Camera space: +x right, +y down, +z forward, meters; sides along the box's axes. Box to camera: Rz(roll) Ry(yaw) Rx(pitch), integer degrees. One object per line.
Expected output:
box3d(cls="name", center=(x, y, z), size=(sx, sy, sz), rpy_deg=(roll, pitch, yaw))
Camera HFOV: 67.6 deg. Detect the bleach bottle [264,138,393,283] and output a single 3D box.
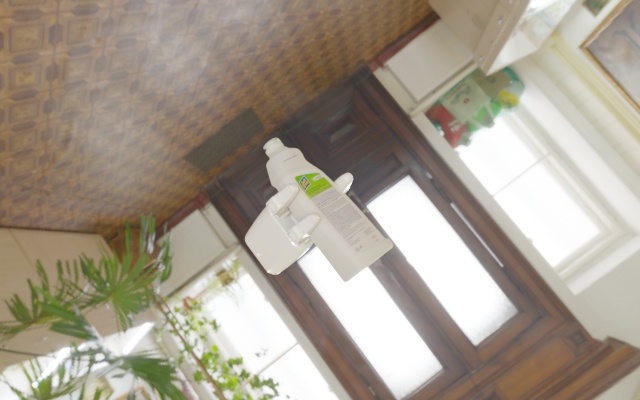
box3d(cls="bleach bottle", center=(0.000, 0.003, 0.758), size=(0.102, 0.251, 0.068), rpy_deg=(-28, -13, -46))
